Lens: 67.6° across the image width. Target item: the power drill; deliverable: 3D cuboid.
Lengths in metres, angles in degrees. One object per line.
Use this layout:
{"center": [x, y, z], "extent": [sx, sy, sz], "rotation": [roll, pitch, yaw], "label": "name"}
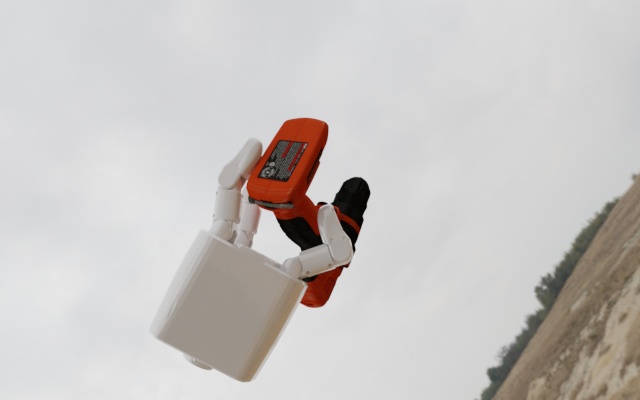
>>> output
{"center": [0.000, 0.002, 0.529], "extent": [0.057, 0.184, 0.188], "rotation": [6, -37, 27], "label": "power drill"}
